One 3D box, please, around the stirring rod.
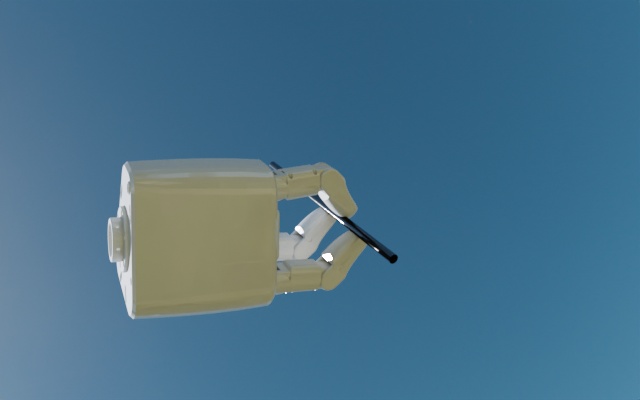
[{"bbox_3d":[0.000,0.002,0.463,0.011,0.011,0.239,0,21,-30],"label":"stirring rod"}]
